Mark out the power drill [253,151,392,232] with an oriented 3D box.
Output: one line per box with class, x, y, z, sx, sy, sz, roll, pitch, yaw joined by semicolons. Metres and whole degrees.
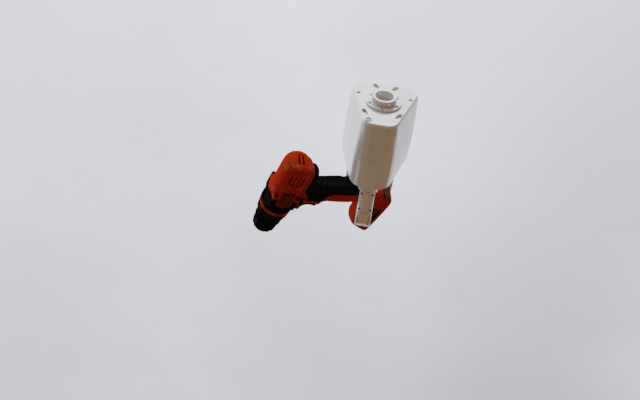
power drill;0.001;0.002;0.743;0.187;0.057;0.184;6;-33;-23
